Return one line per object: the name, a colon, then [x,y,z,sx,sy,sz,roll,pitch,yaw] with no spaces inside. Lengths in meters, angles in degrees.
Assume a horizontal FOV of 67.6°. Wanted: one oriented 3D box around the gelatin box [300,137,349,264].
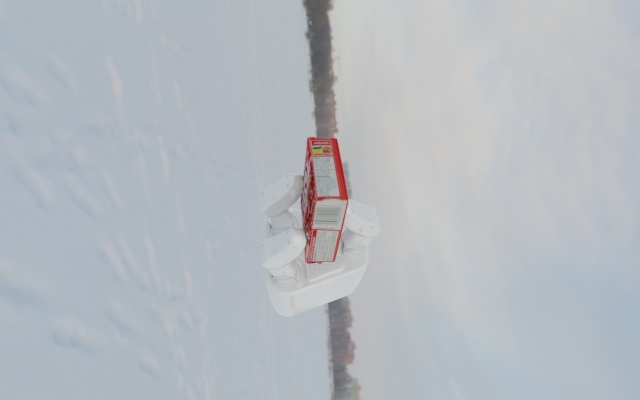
gelatin box: [0.001,0.001,0.419,0.030,0.073,0.089,0,-41,-8]
